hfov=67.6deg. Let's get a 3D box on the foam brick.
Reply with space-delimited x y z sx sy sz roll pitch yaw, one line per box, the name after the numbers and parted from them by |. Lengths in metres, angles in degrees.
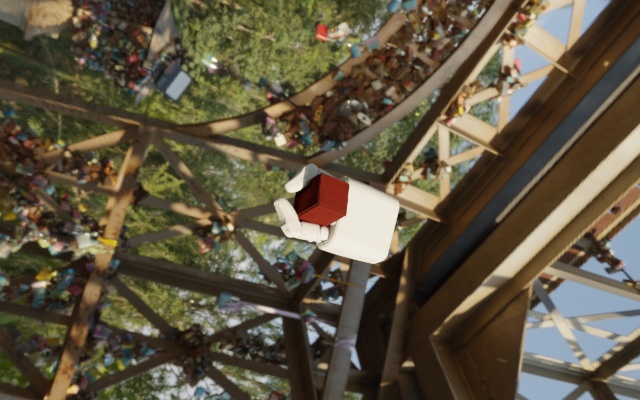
0.000 0.002 0.703 0.051 0.053 0.078 20 -28 -25 | foam brick
